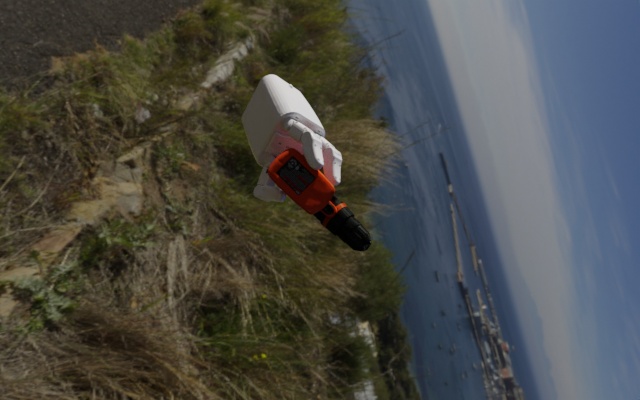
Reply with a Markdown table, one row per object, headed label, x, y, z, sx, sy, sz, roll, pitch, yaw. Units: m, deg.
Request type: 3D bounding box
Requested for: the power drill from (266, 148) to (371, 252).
| label | x | y | z | sx | sy | sz | roll | pitch | yaw |
| --- | --- | --- | --- | --- | --- | --- | --- | --- | --- |
| power drill | 0.000 | 0.002 | 0.748 | 0.184 | 0.057 | 0.188 | 42 | -3 | 18 |
